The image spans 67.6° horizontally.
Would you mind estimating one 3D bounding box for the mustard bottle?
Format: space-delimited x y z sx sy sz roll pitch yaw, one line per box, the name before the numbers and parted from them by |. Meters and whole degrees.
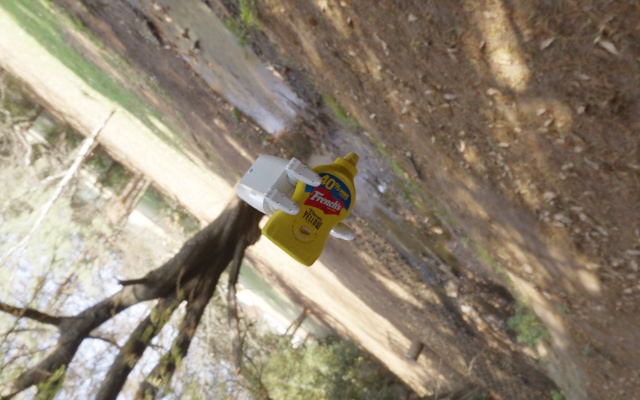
mustard bottle | 0.000 0.003 0.753 0.096 0.191 0.058 39 -11 -14
